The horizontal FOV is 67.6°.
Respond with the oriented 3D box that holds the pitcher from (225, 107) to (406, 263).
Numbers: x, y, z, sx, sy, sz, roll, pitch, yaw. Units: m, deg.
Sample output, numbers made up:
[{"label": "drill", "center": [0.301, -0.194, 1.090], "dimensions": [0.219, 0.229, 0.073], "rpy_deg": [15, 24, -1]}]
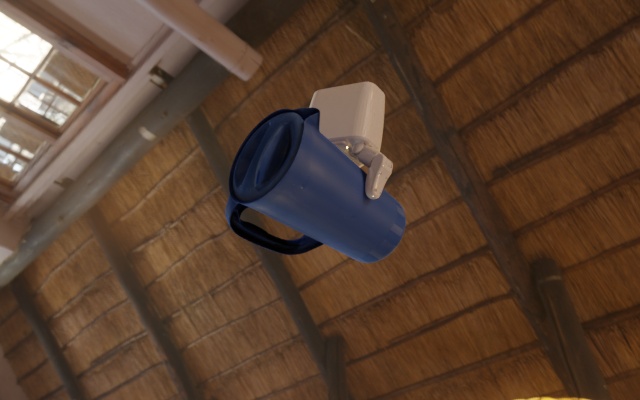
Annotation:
[{"label": "pitcher", "center": [0.000, 0.002, 0.649], "dimensions": [0.149, 0.145, 0.243], "rpy_deg": [-16, -38, 41]}]
